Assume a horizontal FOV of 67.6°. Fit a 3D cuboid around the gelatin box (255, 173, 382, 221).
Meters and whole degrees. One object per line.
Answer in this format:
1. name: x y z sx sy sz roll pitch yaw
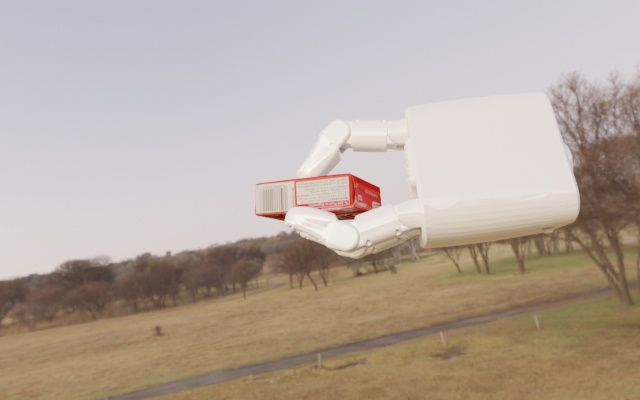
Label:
1. gelatin box: 0.000 0.001 0.407 0.089 0.030 0.073 -5 -10 23
